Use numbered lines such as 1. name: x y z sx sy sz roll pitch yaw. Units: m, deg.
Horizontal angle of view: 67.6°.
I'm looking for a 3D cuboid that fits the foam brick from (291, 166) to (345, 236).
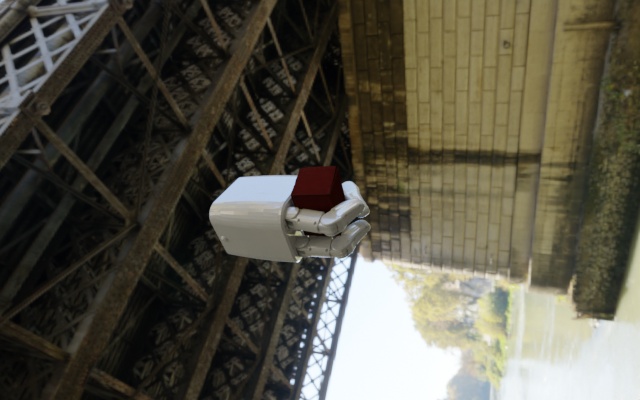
1. foam brick: 0.000 0.002 0.608 0.051 0.078 0.053 1 45 17
